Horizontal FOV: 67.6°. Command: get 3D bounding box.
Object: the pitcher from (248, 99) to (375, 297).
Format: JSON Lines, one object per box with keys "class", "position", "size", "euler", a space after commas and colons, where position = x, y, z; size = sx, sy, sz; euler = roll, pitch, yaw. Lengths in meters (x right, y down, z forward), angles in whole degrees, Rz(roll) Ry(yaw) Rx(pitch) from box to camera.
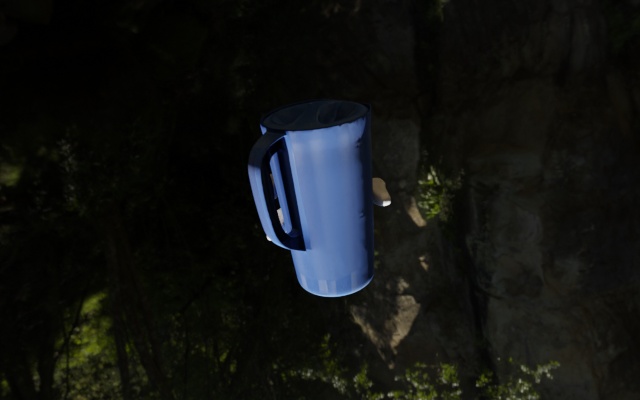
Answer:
{"class": "pitcher", "position": [0.000, 0.002, 0.609], "size": [0.149, 0.243, 0.145], "euler": [-8, 25, 0]}
